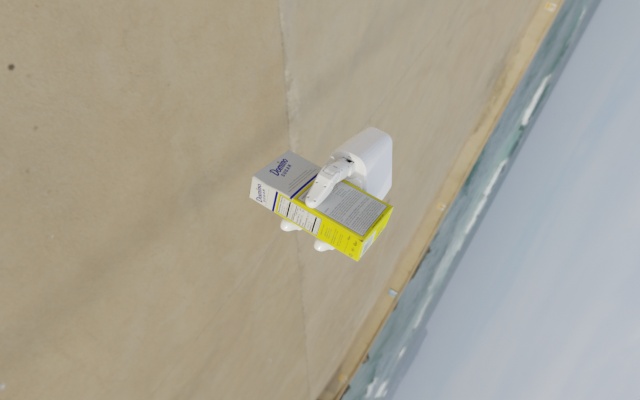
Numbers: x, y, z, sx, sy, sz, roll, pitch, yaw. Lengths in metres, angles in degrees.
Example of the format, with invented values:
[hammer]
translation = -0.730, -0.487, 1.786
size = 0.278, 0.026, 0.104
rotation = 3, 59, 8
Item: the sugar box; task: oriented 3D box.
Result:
[sugar box]
translation = 0.000, 0.003, 0.653
size = 0.176, 0.048, 0.093
rotation = 28, 40, 17
